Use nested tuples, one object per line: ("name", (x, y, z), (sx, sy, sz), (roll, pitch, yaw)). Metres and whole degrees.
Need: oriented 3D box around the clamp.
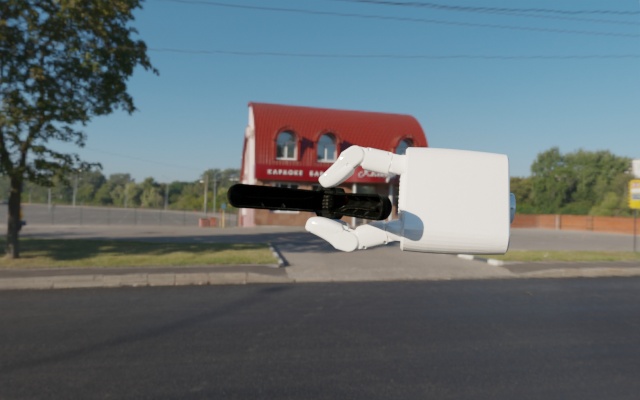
("clamp", (0.000, 0.001, 0.543), (0.164, 0.036, 0.210), (6, 0, 10))
